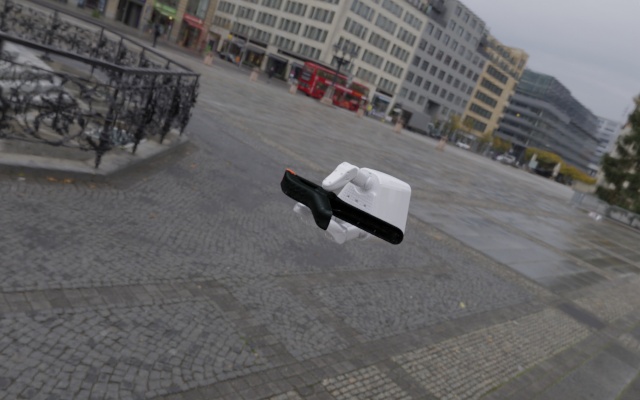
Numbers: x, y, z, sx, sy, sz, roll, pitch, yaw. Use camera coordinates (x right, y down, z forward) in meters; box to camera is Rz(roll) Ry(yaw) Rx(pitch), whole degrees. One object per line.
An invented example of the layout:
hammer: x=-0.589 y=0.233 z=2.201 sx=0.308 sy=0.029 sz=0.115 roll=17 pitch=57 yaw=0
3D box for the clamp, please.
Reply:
clamp: x=0.000 y=0.001 z=0.685 sx=0.210 sy=0.036 sz=0.164 roll=31 pitch=11 yaw=38
